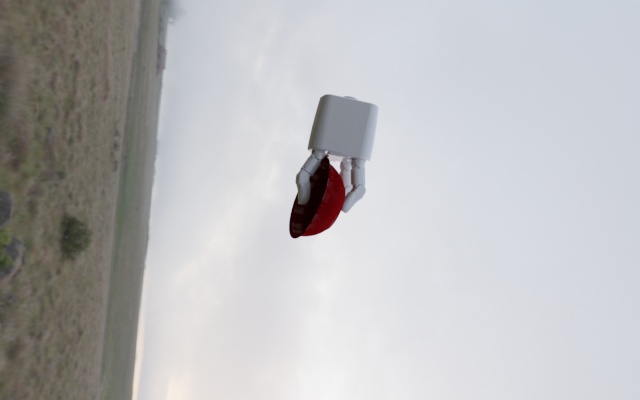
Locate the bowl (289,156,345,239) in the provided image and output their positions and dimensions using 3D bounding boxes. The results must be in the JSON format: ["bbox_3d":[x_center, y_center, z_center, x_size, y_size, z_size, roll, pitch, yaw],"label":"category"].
[{"bbox_3d":[0.000,0.004,0.880,0.055,0.162,0.162,23,-8,-18],"label":"bowl"}]
